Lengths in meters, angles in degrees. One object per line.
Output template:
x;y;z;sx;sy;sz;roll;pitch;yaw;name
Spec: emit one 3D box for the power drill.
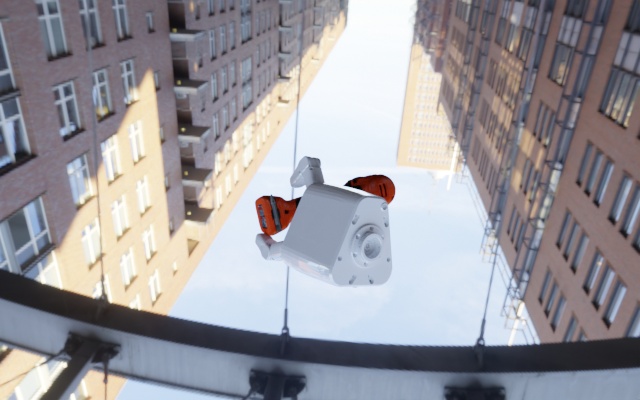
0.000;0.002;0.713;0.187;0.057;0.184;-14;0;-13;power drill
